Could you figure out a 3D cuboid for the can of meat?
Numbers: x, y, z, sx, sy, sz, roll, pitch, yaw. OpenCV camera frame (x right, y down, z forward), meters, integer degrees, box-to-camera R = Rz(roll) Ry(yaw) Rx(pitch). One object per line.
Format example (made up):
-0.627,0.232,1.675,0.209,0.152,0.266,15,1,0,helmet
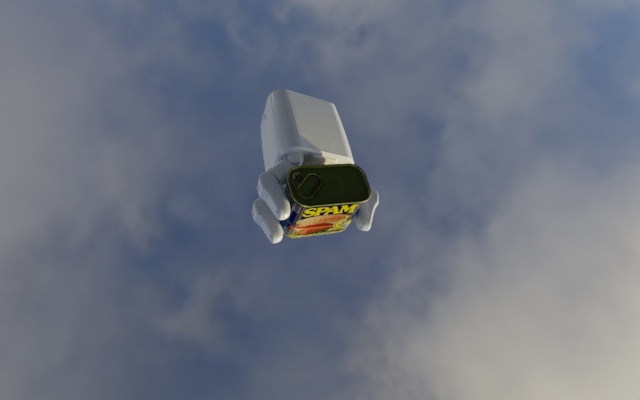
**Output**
0.000,0.002,0.599,0.102,0.057,0.084,-5,-30,-22,can of meat
